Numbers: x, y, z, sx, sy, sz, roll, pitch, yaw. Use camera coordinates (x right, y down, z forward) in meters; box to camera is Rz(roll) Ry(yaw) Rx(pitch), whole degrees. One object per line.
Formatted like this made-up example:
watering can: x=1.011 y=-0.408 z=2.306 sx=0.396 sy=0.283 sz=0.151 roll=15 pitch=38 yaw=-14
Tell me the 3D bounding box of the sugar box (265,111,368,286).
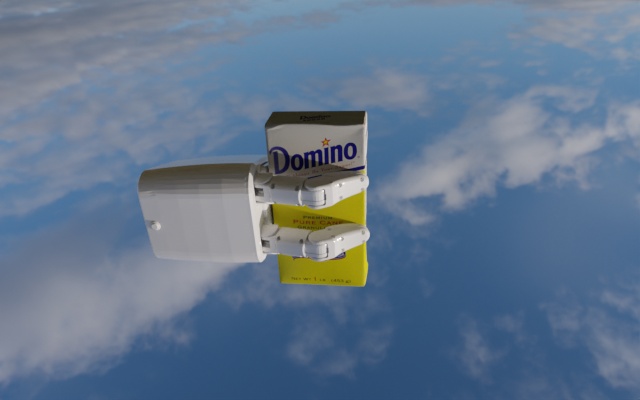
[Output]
sugar box: x=0.000 y=0.002 z=0.473 sx=0.093 sy=0.176 sz=0.048 roll=0 pitch=29 yaw=7
